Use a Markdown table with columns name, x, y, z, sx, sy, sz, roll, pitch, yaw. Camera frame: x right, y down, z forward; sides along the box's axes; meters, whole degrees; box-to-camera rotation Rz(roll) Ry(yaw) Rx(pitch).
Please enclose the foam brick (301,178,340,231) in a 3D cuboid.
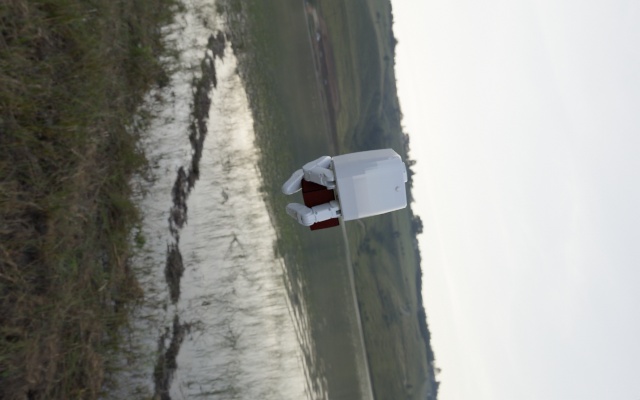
| name | x | y | z | sx | sy | sz | roll | pitch | yaw |
| --- | --- | --- | --- | --- | --- | --- | --- | --- | --- |
| foam brick | 0.000 | 0.003 | 0.802 | 0.051 | 0.078 | 0.053 | -11 | 31 | 2 |
